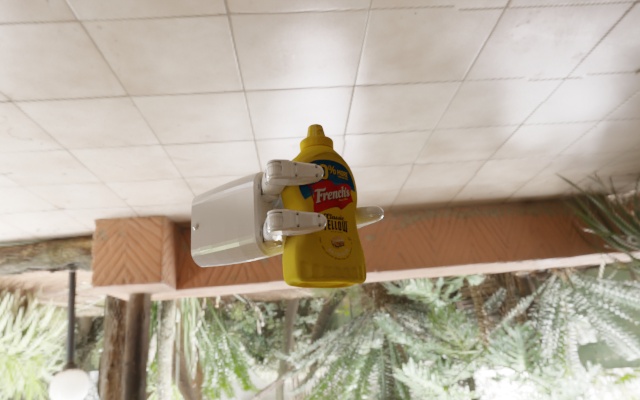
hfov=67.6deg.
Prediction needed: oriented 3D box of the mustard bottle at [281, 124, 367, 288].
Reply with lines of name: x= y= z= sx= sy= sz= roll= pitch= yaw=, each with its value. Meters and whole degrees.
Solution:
mustard bottle: x=0.000 y=0.002 z=0.549 sx=0.096 sy=0.191 sz=0.058 roll=8 pitch=-21 yaw=-33
